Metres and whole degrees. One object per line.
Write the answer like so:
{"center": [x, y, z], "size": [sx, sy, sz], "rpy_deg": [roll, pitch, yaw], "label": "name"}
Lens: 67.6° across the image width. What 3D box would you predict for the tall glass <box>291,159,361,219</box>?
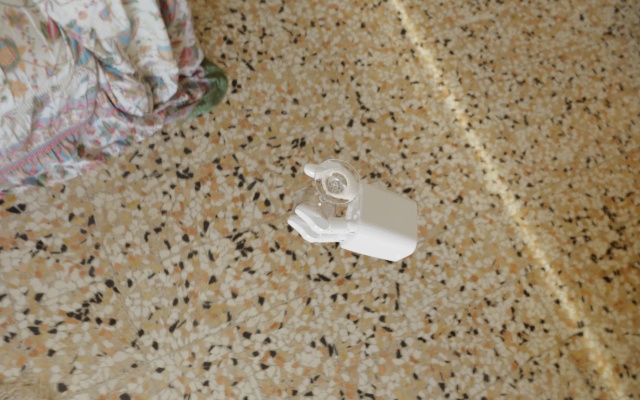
{"center": [0.000, 0.002, 0.816], "size": [0.079, 0.079, 0.201], "rpy_deg": [0, -19, -17], "label": "tall glass"}
